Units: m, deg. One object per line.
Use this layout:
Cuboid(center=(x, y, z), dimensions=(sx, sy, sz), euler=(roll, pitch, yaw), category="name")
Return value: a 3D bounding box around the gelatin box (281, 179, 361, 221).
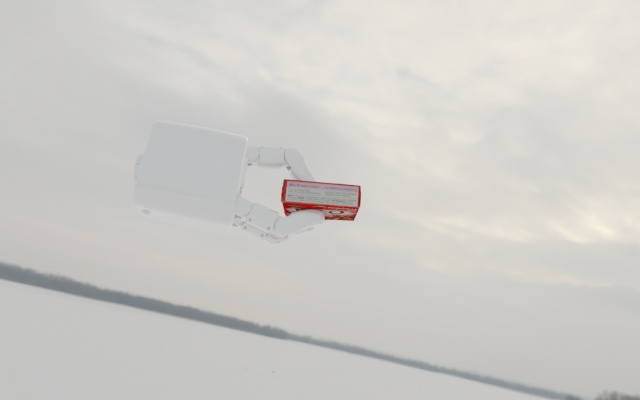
Cuboid(center=(0.000, 0.001, 0.561), dimensions=(0.089, 0.030, 0.073), euler=(4, -14, 0), category="gelatin box")
